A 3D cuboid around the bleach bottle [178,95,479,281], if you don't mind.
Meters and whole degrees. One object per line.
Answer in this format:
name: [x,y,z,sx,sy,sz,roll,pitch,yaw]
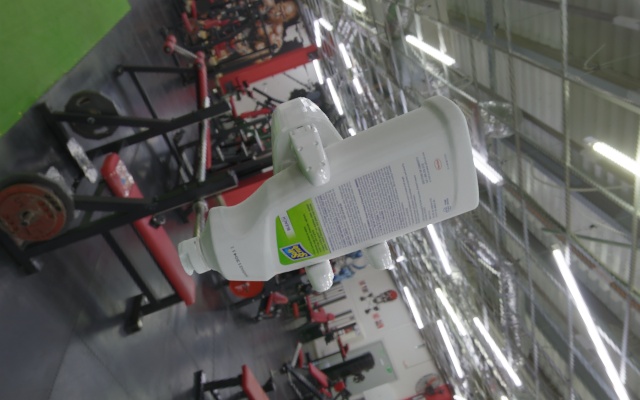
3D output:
bleach bottle: [0.000,0.001,0.403,0.251,0.103,0.068,-19,27,0]
